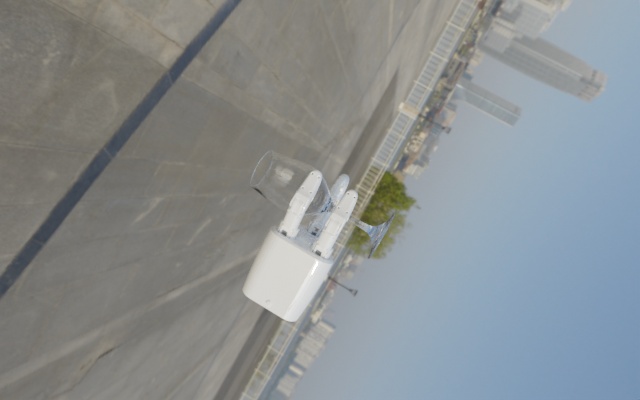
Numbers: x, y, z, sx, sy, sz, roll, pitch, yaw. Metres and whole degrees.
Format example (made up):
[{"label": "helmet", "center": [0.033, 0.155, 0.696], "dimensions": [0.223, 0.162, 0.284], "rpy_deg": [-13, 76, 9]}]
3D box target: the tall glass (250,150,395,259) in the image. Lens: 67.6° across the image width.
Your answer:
[{"label": "tall glass", "center": [0.001, 0.002, 0.683], "dimensions": [0.201, 0.079, 0.079], "rpy_deg": [30, 3, 6]}]
